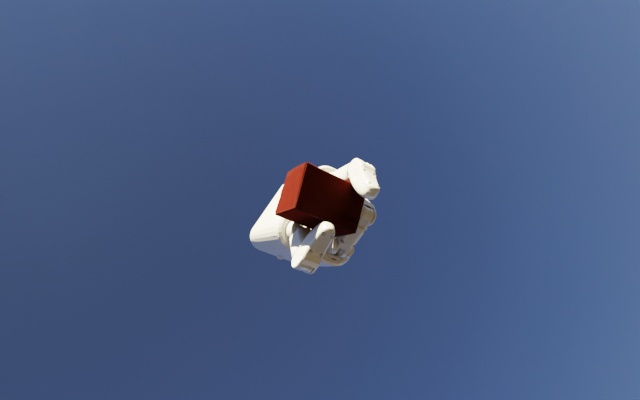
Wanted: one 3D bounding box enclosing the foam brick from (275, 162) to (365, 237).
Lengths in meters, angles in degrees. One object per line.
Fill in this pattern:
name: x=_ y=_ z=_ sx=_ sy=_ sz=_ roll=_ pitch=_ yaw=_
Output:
foam brick: x=0.000 y=0.001 z=0.509 sx=0.078 sy=0.053 sz=0.051 roll=24 pitch=-19 yaw=-24
